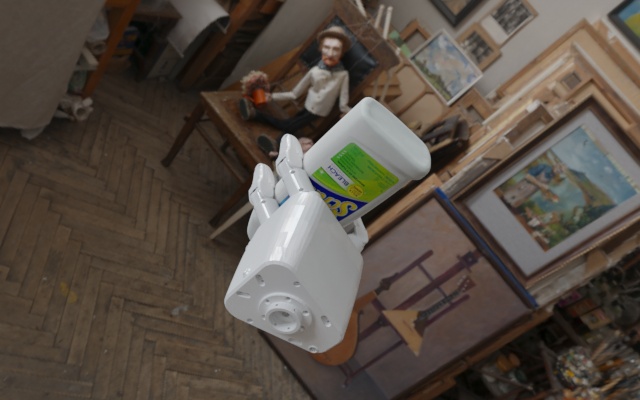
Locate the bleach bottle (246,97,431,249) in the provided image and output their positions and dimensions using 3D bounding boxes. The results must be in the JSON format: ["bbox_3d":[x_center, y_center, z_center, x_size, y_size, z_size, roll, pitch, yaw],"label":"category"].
[{"bbox_3d":[0.000,0.002,0.550,0.251,0.102,0.068,-43,15,32],"label":"bleach bottle"}]
